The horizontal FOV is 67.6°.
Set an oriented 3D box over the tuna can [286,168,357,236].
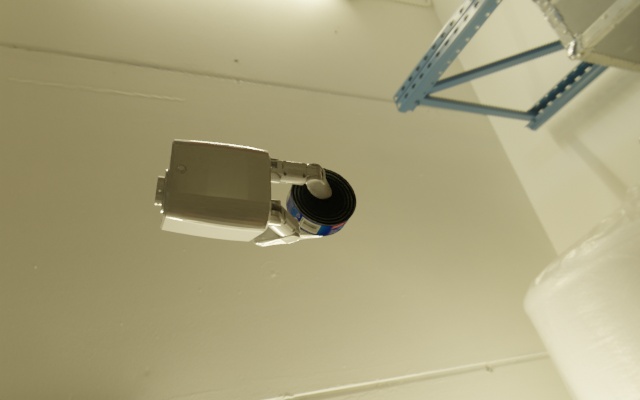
[{"bbox_3d":[0.000,0.002,0.610,0.086,0.086,0.034,0,-32,-21],"label":"tuna can"}]
